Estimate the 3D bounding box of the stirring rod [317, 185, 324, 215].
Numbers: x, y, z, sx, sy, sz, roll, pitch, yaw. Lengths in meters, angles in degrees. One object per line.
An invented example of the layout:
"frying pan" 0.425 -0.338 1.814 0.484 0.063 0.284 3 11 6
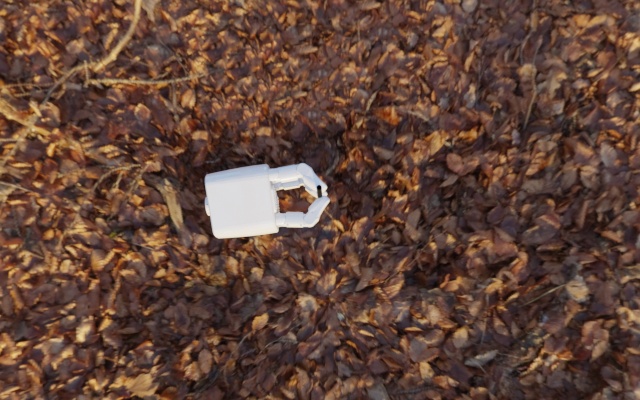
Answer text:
"stirring rod" 0.000 0.003 0.859 0.011 0.011 0.239 0 -11 1
